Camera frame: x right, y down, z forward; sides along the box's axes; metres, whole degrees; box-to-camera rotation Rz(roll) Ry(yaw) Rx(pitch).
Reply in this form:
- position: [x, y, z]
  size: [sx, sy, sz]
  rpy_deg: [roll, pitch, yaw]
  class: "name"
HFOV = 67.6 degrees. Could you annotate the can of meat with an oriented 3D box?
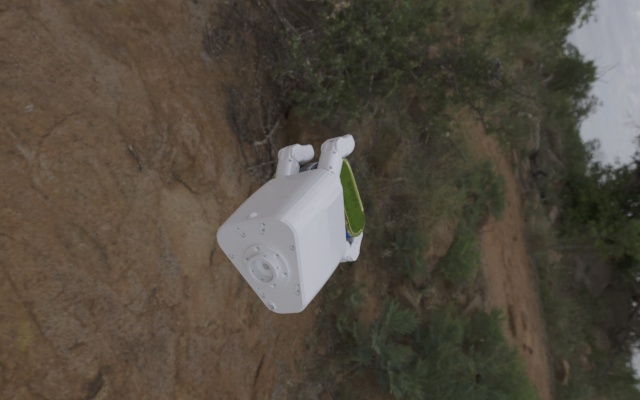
- position: [0.000, 0.002, 0.586]
  size: [0.084, 0.102, 0.057]
  rpy_deg: [-10, 17, 30]
  class: "can of meat"
